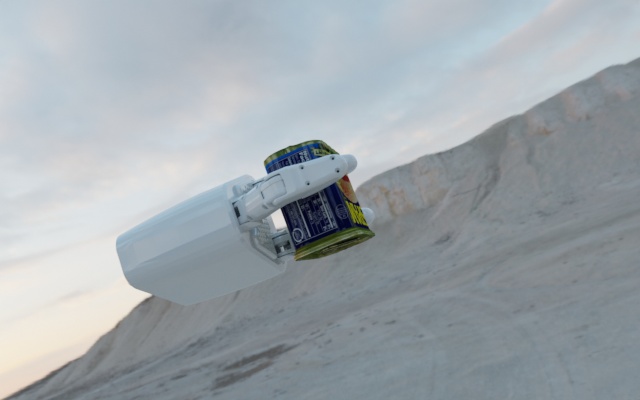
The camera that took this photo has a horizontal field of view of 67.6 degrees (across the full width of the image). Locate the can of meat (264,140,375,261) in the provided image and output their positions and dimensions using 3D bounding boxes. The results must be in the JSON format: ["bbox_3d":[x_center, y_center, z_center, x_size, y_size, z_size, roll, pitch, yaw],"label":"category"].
[{"bbox_3d":[0.000,0.001,0.404,0.057,0.084,0.102,-24,-11,12],"label":"can of meat"}]
